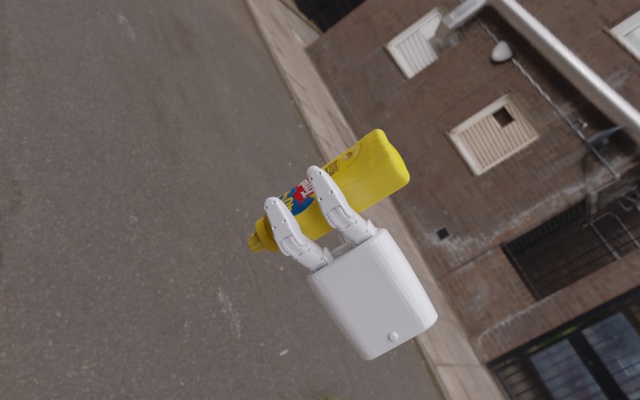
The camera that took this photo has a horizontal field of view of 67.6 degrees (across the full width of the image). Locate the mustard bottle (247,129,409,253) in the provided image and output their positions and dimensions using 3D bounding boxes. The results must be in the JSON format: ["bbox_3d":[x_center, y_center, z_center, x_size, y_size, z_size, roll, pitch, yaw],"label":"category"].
[{"bbox_3d":[0.000,0.001,0.517,0.191,0.058,0.096,-34,23,15],"label":"mustard bottle"}]
